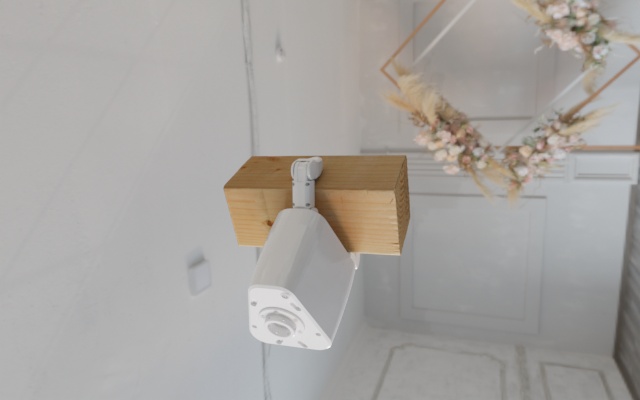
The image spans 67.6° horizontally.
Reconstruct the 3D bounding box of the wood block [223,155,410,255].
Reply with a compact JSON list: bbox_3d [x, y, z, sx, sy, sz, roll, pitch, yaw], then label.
[{"bbox_3d":[0.000,0.002,0.588,0.206,0.091,0.090,2,30,19],"label":"wood block"}]
